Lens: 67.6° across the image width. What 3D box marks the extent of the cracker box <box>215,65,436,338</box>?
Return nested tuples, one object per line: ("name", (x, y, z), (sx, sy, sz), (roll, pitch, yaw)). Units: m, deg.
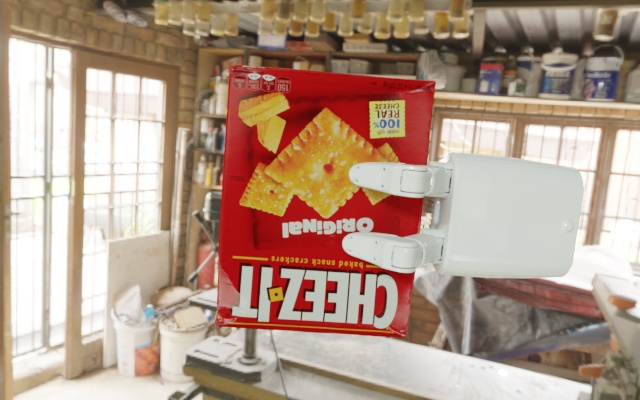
("cracker box", (0.000, 0.001, 0.407), (0.164, 0.214, 0.072), (4, 7, -3))
